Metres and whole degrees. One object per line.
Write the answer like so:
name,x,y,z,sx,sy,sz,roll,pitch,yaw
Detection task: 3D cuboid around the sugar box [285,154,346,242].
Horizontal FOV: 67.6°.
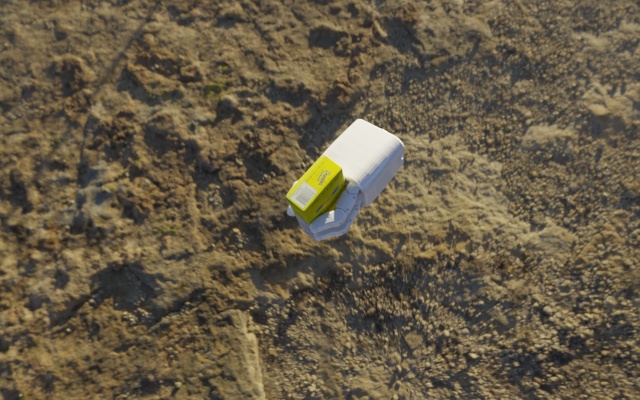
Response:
sugar box,0.001,0.003,0.795,0.048,0.093,0.176,38,-10,20
